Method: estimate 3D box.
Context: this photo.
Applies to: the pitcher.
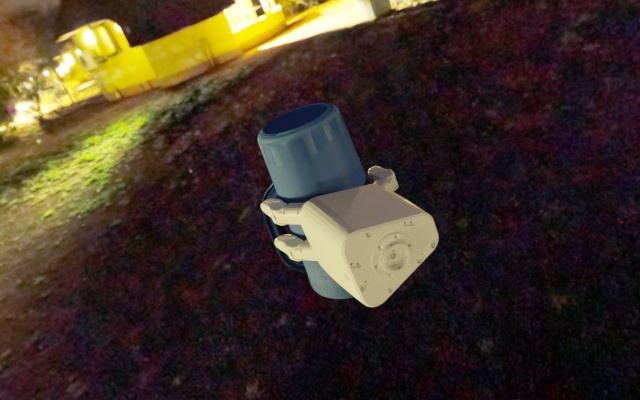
[{"bbox_3d":[0.000,0.002,0.641,0.149,0.243,0.145,-28,26,-13],"label":"pitcher"}]
